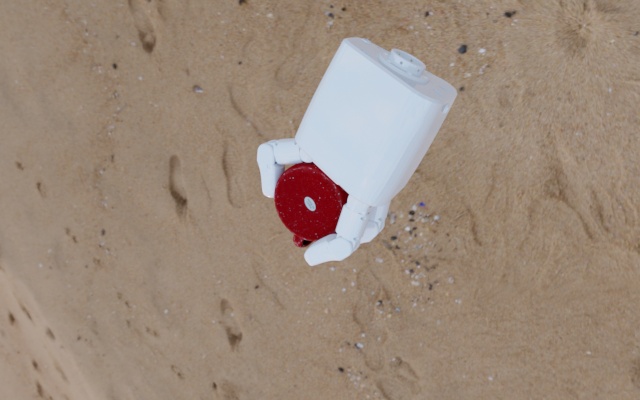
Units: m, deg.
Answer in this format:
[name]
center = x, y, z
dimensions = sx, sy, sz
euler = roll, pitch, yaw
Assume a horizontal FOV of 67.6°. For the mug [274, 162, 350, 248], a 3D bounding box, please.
[mug]
center = -0.001, 0.003, 0.508
dimensions = 0.093, 0.117, 0.081
euler = 35, 30, 14
